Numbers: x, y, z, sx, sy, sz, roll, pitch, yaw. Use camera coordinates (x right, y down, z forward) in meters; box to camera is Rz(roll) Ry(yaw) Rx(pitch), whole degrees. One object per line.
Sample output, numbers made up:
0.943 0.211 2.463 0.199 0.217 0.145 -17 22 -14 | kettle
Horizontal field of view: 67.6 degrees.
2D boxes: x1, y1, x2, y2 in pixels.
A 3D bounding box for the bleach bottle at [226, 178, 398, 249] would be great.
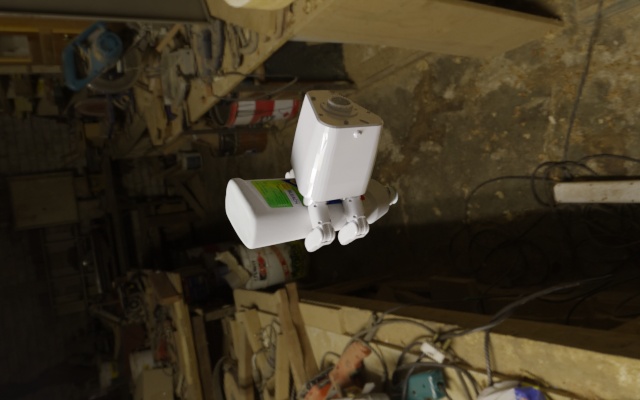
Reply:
0.000 0.002 0.687 0.251 0.068 0.102 -9 40 -30 | bleach bottle
